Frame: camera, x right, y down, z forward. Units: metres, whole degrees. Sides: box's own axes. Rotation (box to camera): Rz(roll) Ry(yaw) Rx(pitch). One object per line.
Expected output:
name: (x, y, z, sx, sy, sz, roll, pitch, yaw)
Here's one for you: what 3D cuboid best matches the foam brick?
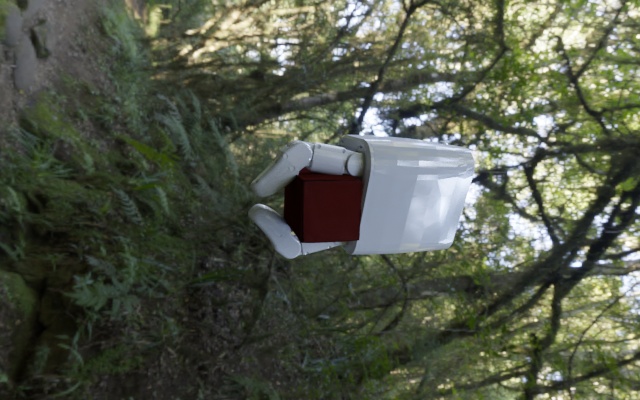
foam brick: (0.000, 0.002, 0.417, 0.051, 0.053, 0.078, 0, 12, -15)
